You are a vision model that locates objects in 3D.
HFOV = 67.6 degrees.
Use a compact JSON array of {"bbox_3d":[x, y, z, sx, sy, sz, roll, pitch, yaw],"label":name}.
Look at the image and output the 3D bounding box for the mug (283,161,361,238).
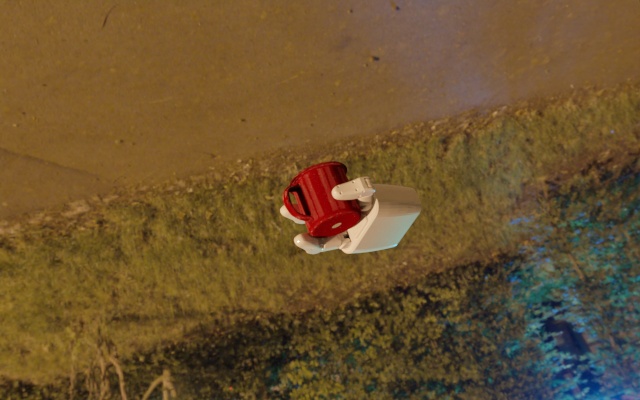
[{"bbox_3d":[-0.001,0.002,0.691,0.117,0.081,0.093,-1,-32,-38],"label":"mug"}]
